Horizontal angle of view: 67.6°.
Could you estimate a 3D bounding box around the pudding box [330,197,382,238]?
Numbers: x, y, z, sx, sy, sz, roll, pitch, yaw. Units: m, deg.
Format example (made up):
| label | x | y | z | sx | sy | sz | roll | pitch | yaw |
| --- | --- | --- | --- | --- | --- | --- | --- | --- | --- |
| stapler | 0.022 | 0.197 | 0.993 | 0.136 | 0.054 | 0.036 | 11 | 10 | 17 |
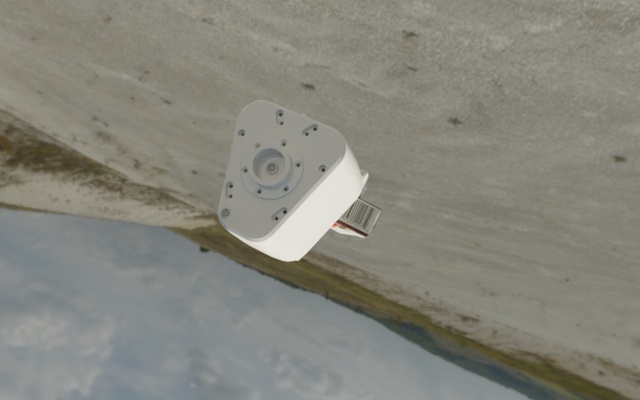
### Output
| label | x | y | z | sx | sy | sz | roll | pitch | yaw |
| --- | --- | --- | --- | --- | --- | --- | --- | --- | --- |
| pudding box | 0.000 | 0.002 | 0.542 | 0.113 | 0.039 | 0.090 | 29 | -8 | -14 |
